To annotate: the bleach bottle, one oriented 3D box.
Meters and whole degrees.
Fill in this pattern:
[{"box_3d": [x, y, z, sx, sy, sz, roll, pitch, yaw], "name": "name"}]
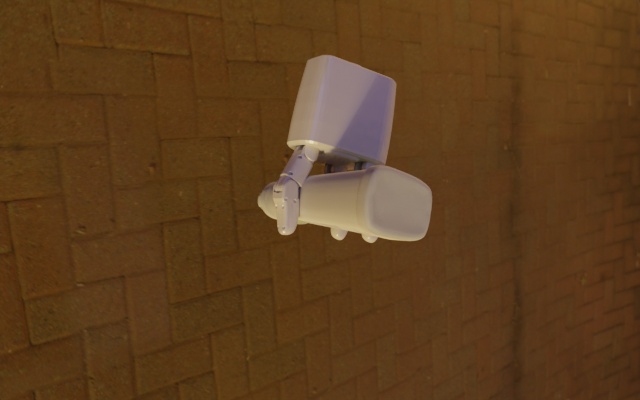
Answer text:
[{"box_3d": [0.000, 0.002, 0.558, 0.102, 0.068, 0.251, 15, -8, -40], "name": "bleach bottle"}]
